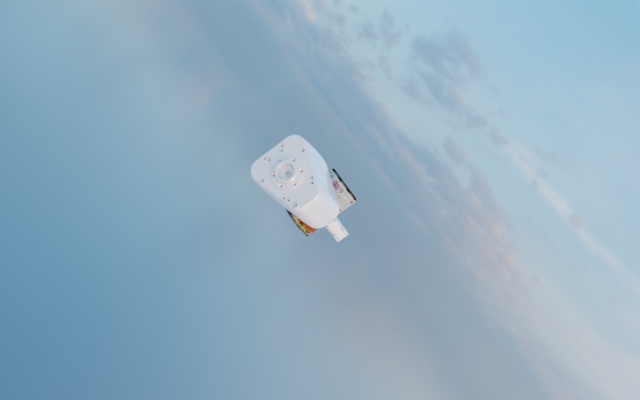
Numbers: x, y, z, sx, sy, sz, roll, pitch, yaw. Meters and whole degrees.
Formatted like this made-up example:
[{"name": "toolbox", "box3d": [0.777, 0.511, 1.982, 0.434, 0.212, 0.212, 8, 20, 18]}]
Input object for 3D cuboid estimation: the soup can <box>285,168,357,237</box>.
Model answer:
[{"name": "soup can", "box3d": [0.001, 0.003, 0.782, 0.102, 0.068, 0.068, -36, -3, 4]}]
